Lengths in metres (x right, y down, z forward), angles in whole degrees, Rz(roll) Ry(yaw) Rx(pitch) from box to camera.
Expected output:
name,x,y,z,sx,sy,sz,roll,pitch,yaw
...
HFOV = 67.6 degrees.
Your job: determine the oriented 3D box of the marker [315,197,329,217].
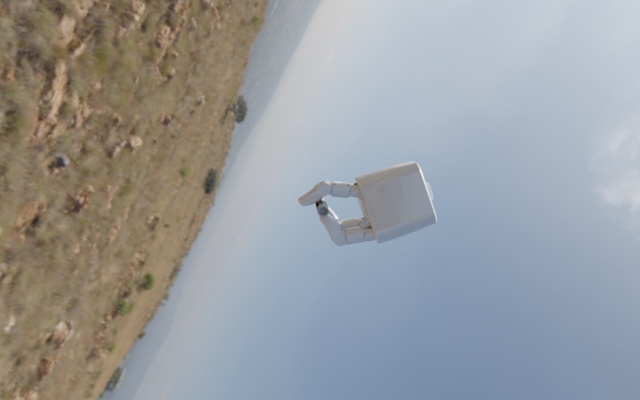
name,x,y,z,sx,sy,sz,roll,pitch,yaw
marker,0.000,0.003,0.813,0.020,0.020,0.121,0,14,-4
